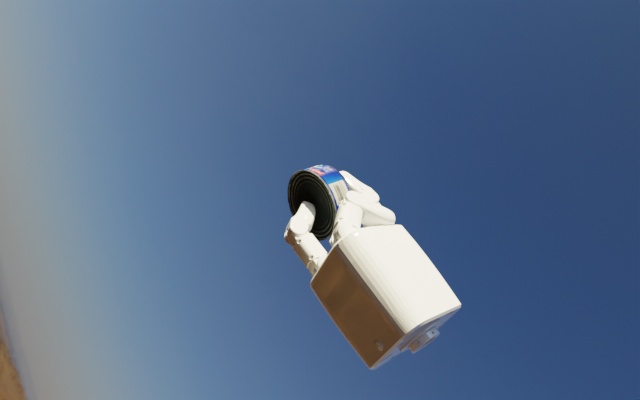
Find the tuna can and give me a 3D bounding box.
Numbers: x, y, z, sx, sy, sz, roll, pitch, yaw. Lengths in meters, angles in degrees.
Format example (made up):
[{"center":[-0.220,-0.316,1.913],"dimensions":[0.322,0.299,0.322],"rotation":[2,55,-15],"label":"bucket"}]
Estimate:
[{"center":[0.000,0.002,0.564],"dimensions":[0.033,0.086,0.086],"rotation":[-20,12,-37],"label":"tuna can"}]
